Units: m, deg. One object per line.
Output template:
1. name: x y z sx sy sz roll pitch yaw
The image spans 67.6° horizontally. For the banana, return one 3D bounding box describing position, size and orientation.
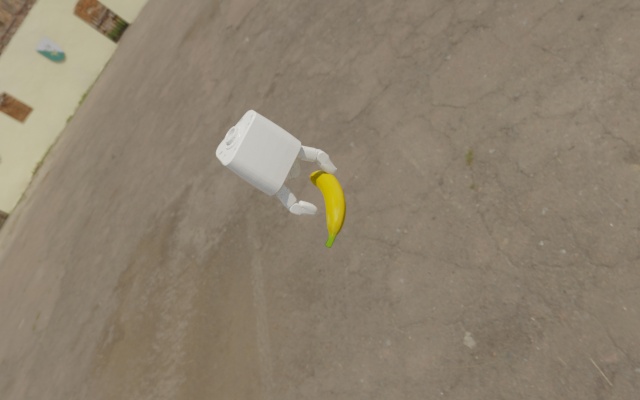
1. banana: 0.013 -0.006 0.888 0.037 0.197 0.070 33 -61 -32
